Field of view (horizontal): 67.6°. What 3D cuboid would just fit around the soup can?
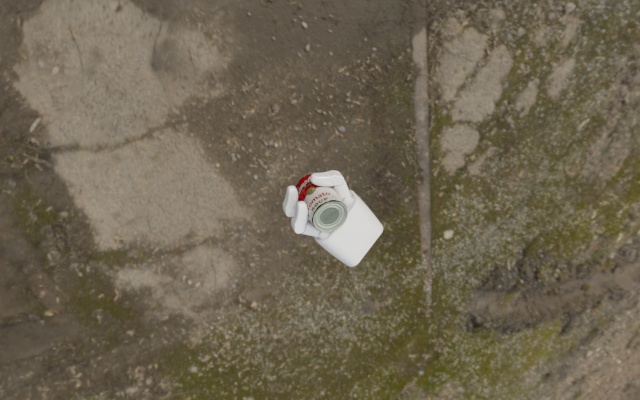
[{"bbox_3d":[0.000,0.003,0.863,0.068,0.068,0.102,0,32,-23],"label":"soup can"}]
